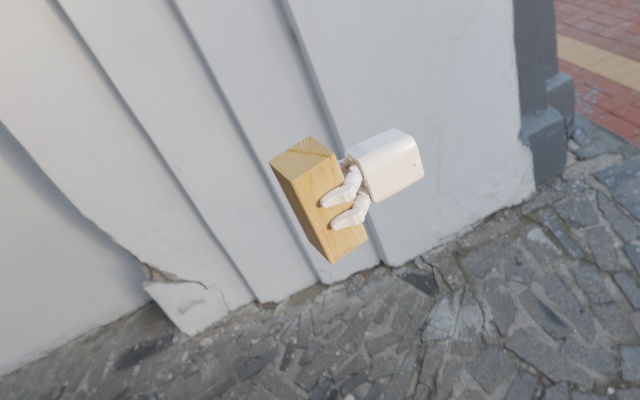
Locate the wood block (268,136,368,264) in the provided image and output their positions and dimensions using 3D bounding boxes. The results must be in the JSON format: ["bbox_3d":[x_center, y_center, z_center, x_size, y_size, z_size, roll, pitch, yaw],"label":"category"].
[{"bbox_3d":[0.000,0.002,0.853,0.090,0.206,0.090,-34,39,-12],"label":"wood block"}]
